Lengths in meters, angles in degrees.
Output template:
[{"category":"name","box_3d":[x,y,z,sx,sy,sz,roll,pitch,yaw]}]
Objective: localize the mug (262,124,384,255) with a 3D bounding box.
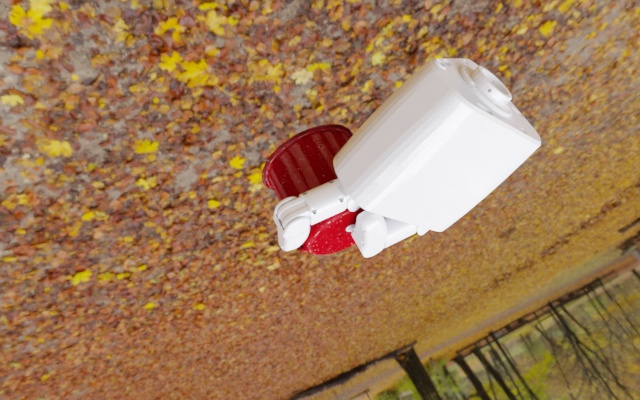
[{"category":"mug","box_3d":[-0.001,0.002,0.428,0.093,0.081,0.117,-1,-37,-45]}]
